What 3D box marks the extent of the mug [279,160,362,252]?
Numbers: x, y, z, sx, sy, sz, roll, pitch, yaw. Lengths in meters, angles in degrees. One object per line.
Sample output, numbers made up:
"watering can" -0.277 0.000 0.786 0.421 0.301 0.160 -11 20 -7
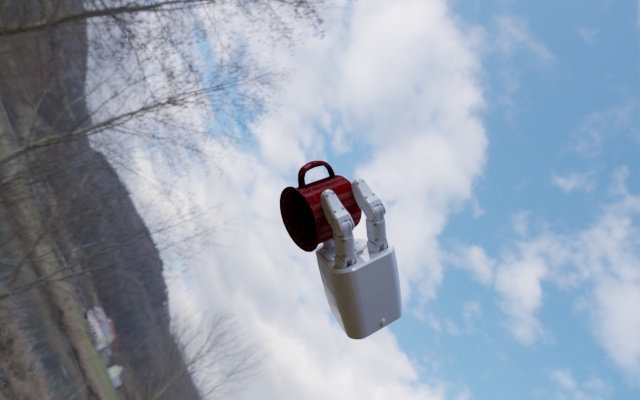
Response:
"mug" 0.000 0.001 0.651 0.081 0.117 0.093 -21 20 -30
